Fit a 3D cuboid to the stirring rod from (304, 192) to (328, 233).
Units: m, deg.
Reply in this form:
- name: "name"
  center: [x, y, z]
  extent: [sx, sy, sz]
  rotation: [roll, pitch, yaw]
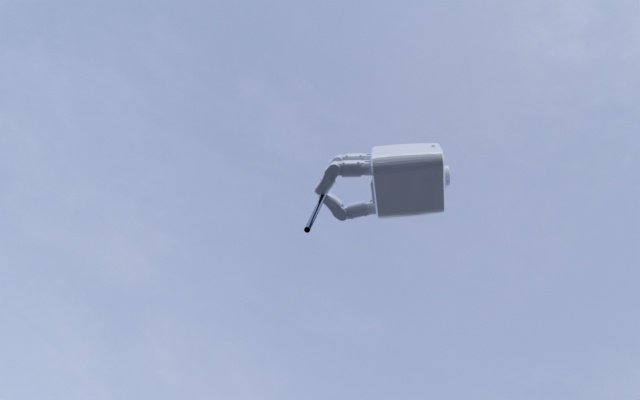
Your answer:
- name: "stirring rod"
  center: [0.000, 0.002, 0.705]
  extent: [0.011, 0.011, 0.239]
  rotation: [0, 17, 8]
